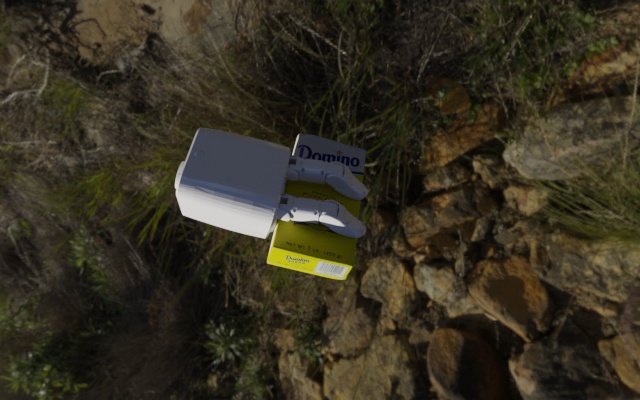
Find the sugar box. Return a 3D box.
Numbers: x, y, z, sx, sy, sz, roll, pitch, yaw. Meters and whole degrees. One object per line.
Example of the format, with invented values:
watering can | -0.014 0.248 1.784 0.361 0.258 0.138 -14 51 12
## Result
sugar box | 0.000 0.002 0.573 0.093 0.176 0.048 14 -35 -7
